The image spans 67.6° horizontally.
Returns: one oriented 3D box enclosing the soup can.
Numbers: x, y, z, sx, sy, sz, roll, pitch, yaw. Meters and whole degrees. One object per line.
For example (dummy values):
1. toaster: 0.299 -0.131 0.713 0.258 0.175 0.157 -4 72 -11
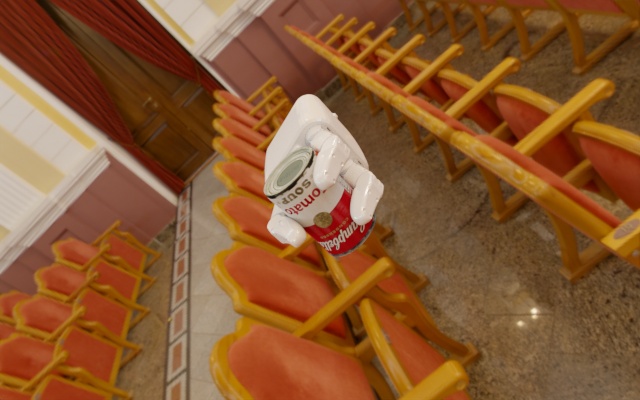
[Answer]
1. soup can: 0.000 0.002 0.492 0.102 0.068 0.068 44 -23 -26
